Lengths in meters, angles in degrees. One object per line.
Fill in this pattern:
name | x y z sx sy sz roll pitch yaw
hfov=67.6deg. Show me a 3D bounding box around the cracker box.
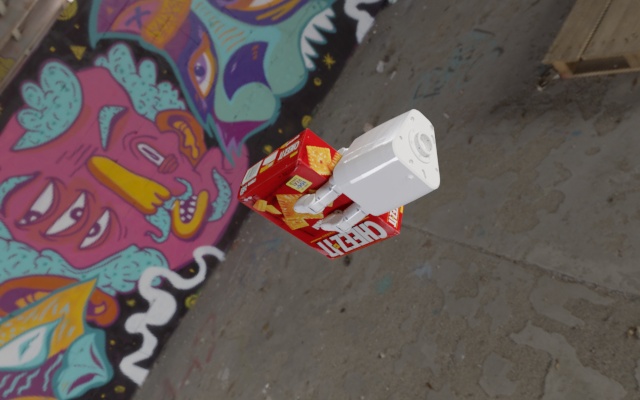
cracker box | 0.000 0.002 0.759 0.214 0.072 0.164 36 -41 -26
